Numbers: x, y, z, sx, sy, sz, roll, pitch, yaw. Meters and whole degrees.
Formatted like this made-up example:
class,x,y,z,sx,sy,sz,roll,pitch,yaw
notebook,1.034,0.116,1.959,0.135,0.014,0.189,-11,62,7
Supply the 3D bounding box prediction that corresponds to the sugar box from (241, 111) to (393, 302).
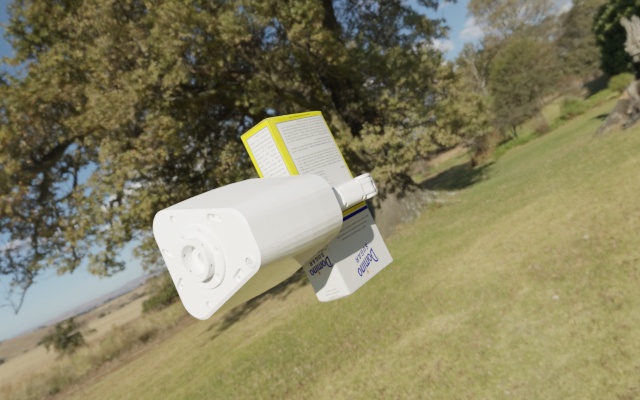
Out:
class,x,y,z,sx,sy,sz,roll,pitch,yaw
sugar box,0.000,0.002,0.471,0.048,0.176,0.093,-23,0,37
